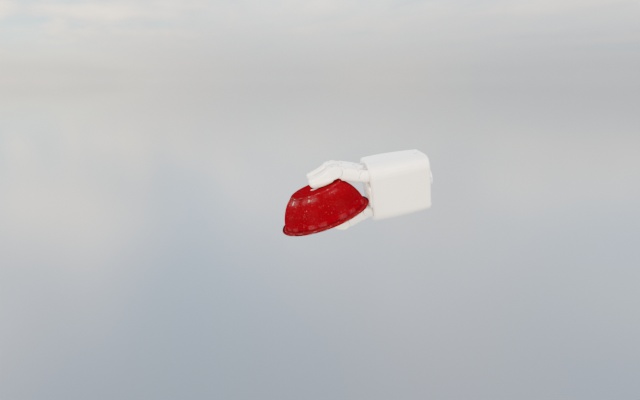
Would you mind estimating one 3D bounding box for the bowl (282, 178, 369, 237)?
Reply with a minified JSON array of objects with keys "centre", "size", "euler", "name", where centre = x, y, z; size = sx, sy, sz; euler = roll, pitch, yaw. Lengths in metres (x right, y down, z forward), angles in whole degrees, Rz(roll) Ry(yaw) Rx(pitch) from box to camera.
[{"centre":[-0.001,0.003,0.831],"size":[0.162,0.055,0.162],"euler":[-19,15,5],"name":"bowl"}]
